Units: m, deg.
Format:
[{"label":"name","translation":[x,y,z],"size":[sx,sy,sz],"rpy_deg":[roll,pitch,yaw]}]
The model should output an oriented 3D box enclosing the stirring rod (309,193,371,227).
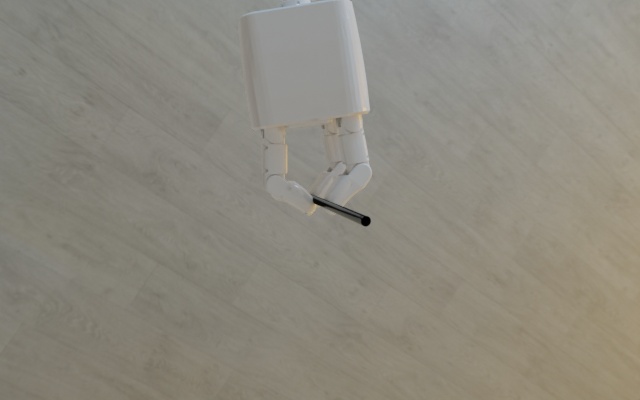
[{"label":"stirring rod","translation":[0.000,0.001,0.468],"size":[0.011,0.011,0.239],"rpy_deg":[0,7,-16]}]
